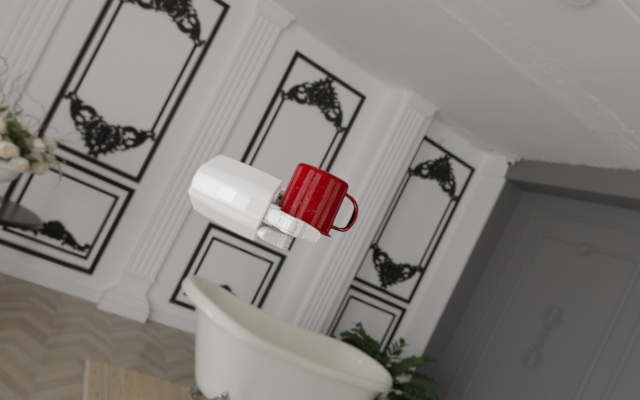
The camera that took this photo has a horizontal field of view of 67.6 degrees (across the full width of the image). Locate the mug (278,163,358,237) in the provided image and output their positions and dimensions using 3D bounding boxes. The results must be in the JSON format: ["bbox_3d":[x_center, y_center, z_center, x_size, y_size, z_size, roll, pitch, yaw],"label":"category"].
[{"bbox_3d":[0.002,0.003,0.688,0.117,0.081,0.093,25,-2,-5],"label":"mug"}]
